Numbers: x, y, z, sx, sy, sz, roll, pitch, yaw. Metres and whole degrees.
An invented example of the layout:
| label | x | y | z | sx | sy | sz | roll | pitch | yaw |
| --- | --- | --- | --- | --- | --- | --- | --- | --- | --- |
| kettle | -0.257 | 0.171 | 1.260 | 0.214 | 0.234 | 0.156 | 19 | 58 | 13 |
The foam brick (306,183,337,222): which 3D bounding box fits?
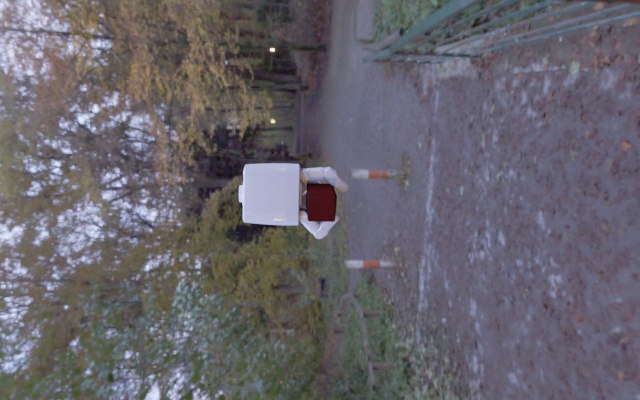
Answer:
| label | x | y | z | sx | sy | sz | roll | pitch | yaw |
| --- | --- | --- | --- | --- | --- | --- | --- | --- | --- |
| foam brick | 0.000 | 0.003 | 0.892 | 0.051 | 0.053 | 0.078 | 1 | 17 | -5 |
